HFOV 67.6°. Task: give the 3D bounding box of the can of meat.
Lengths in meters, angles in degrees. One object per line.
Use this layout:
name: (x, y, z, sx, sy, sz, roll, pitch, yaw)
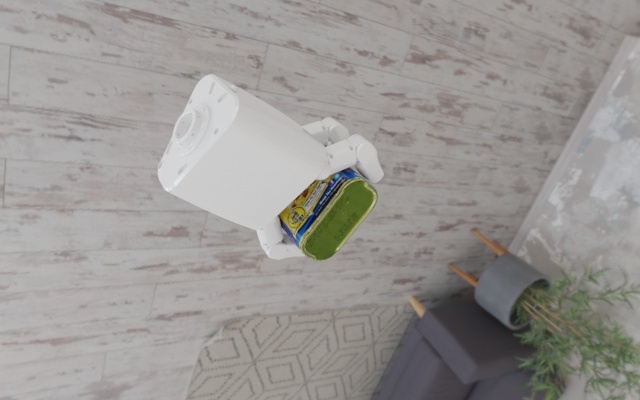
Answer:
can of meat: (0.000, 0.002, 0.505, 0.057, 0.102, 0.084, 31, 10, -42)
